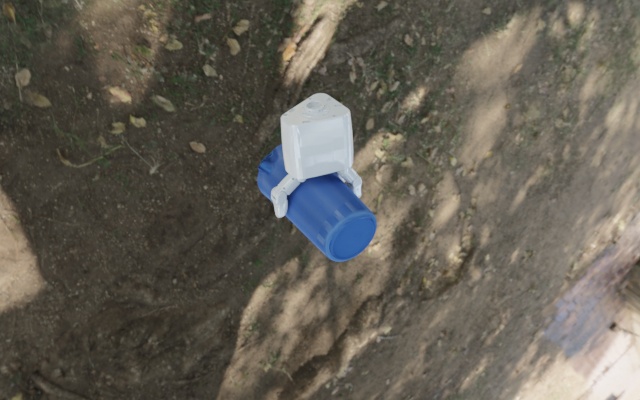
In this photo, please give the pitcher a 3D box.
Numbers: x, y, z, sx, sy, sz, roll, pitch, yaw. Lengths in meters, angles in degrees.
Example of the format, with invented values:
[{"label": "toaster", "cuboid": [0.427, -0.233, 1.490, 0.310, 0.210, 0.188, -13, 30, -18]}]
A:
[{"label": "pitcher", "cuboid": [0.000, 0.003, 0.890, 0.149, 0.145, 0.242, -25, 45, -21]}]
